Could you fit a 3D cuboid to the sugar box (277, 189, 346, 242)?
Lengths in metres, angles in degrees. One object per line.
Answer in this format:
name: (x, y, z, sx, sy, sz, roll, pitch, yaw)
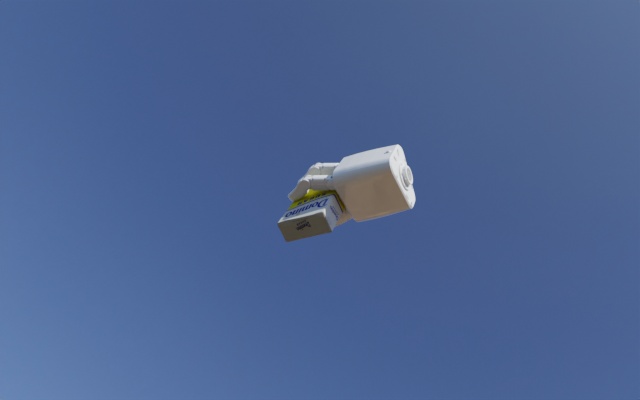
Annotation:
sugar box: (0.000, 0.002, 0.851, 0.093, 0.048, 0.176, -15, 20, 27)
